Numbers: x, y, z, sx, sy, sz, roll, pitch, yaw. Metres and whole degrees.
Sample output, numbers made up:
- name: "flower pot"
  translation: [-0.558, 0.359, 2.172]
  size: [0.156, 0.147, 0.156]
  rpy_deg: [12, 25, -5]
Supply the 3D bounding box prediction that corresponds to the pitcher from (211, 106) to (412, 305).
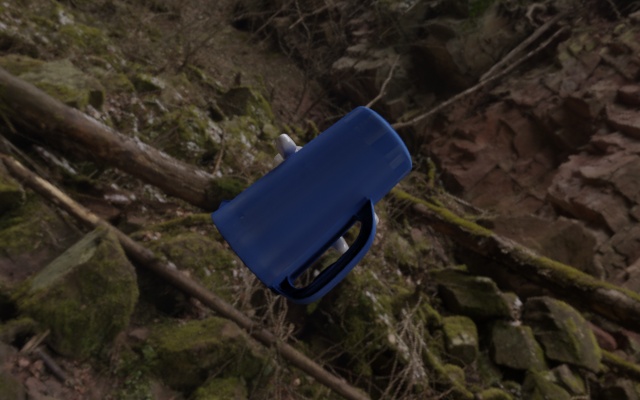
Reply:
- name: "pitcher"
  translation: [0.000, 0.002, 0.601]
  size: [0.243, 0.149, 0.145]
  rpy_deg: [-40, 14, -3]
